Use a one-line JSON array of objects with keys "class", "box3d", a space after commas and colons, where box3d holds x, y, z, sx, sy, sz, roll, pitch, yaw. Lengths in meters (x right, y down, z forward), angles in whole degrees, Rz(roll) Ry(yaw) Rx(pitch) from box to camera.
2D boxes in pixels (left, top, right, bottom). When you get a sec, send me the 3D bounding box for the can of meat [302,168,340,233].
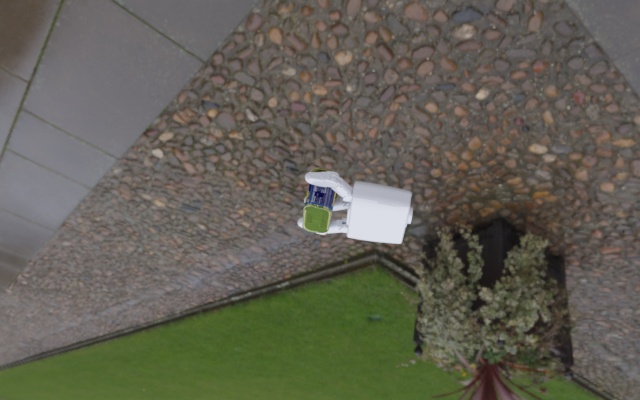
[{"class": "can of meat", "box3d": [0.000, 0.003, 0.895, 0.057, 0.084, 0.102, 11, -32, 2]}]
